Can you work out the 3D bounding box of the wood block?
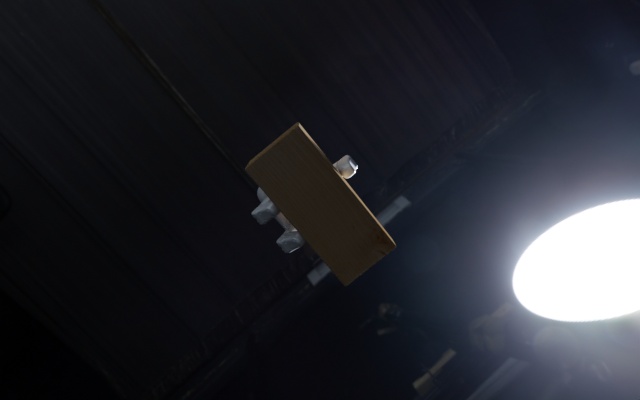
[{"bbox_3d":[0.000,0.002,0.658,0.091,0.206,0.090,-39,12,5],"label":"wood block"}]
